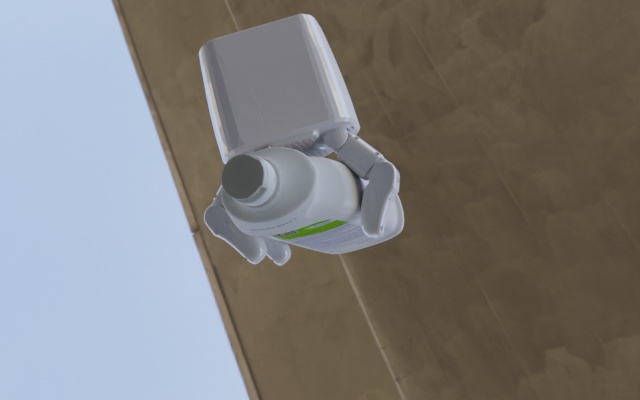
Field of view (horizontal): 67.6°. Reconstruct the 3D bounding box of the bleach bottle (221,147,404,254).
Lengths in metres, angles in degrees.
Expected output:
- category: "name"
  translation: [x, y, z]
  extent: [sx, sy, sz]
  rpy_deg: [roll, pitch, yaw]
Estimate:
- category: "bleach bottle"
  translation: [0.000, 0.001, 0.401]
  extent: [0.102, 0.068, 0.251]
  rpy_deg: [-21, -14, 14]
